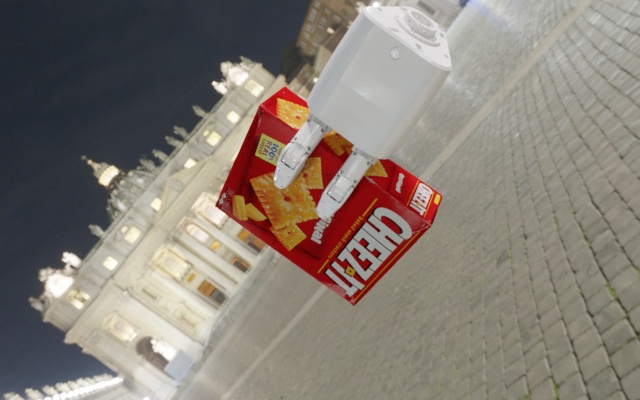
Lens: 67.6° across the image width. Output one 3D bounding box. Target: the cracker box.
[{"bbox_3d":[0.000,0.002,0.547,0.213,0.164,0.072,36,39,1],"label":"cracker box"}]
